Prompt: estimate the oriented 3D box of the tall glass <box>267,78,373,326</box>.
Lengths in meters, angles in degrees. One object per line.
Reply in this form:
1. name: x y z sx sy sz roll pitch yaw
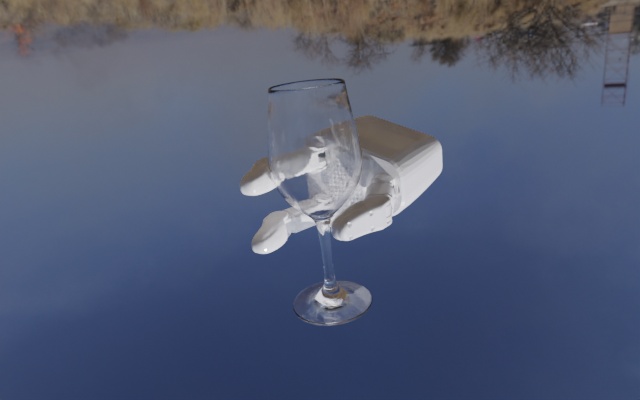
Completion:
1. tall glass: 0.000 0.002 0.410 0.079 0.201 0.079 -6 20 2
